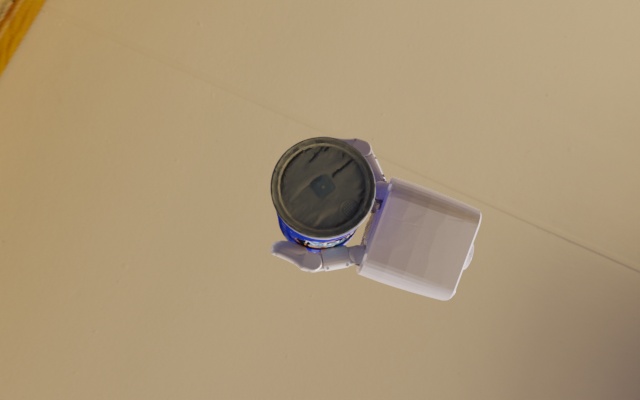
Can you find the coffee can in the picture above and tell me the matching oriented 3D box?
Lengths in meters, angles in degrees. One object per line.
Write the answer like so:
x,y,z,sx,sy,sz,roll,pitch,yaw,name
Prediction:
0.000,0.002,0.529,0.103,0.102,0.140,0,-13,-2,coffee can
